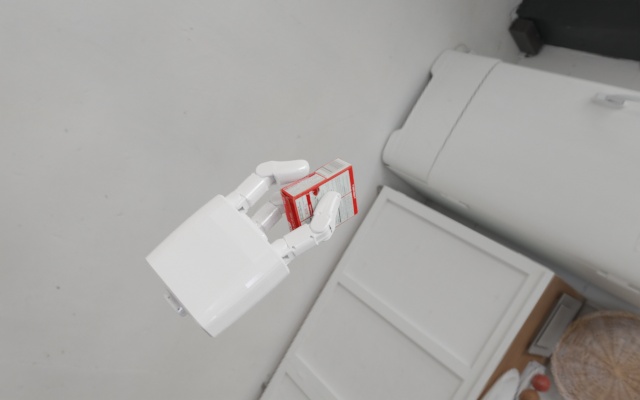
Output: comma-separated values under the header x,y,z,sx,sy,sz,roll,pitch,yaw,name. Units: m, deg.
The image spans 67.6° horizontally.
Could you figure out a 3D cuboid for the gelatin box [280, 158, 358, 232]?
x,y,z,sx,sy,sz,roll,pitch,yaw,name
0.001,0.002,0.562,0.089,0.073,0.030,-31,41,-24,gelatin box
